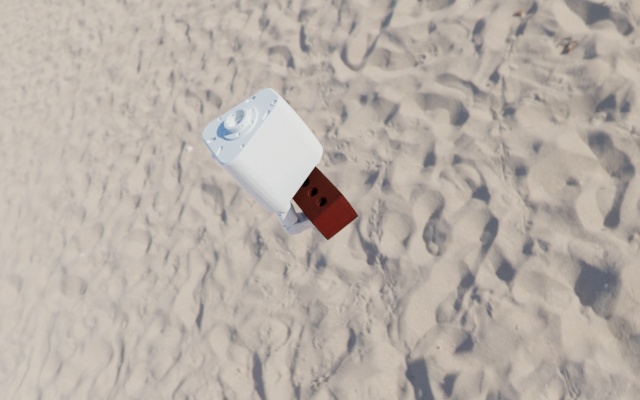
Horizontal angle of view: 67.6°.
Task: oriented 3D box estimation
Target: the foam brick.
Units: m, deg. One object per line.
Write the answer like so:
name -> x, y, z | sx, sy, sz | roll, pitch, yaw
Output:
foam brick -> 0.000, 0.002, 0.620 | 0.078, 0.053, 0.051 | 47, -3, 41
